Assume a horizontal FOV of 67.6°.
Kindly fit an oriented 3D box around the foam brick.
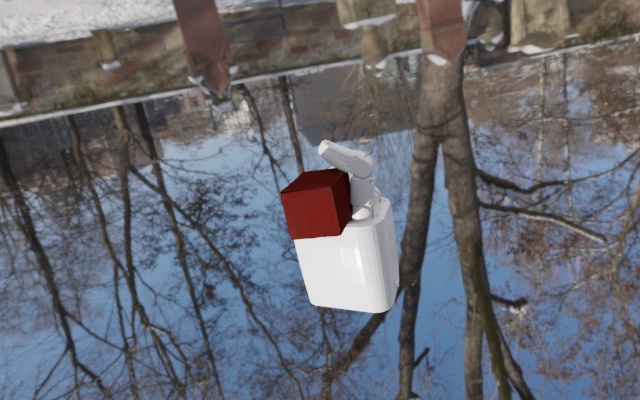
[{"bbox_3d":[0.000,0.002,0.482,0.053,0.051,0.078,-5,16,17],"label":"foam brick"}]
